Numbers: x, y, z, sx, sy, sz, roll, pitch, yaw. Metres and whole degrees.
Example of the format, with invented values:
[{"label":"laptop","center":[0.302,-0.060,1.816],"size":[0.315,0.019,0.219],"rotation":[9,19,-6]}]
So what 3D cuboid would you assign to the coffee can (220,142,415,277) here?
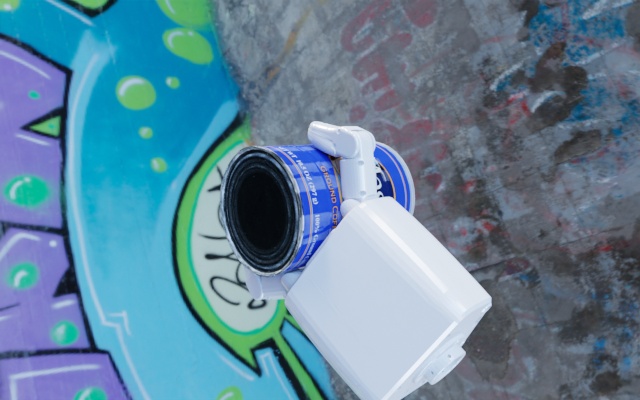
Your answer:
[{"label":"coffee can","center":[0.000,0.001,0.417],"size":[0.140,0.103,0.103],"rotation":[-9,6,-44]}]
